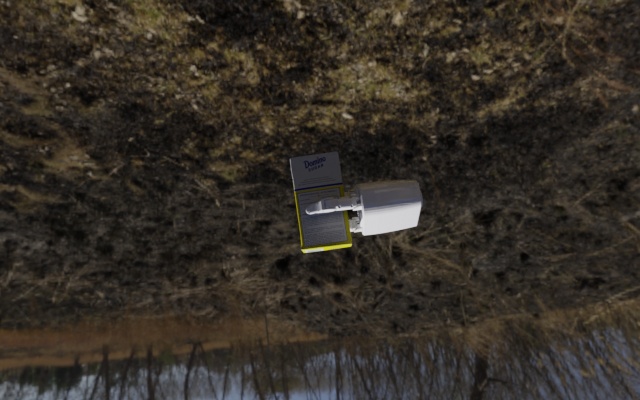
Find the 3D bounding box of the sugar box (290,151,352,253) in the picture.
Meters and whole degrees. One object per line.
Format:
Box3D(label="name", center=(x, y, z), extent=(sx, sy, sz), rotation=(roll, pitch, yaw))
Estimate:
Box3D(label="sugar box", center=(0.000, 0.003, 0.886), extent=(0.093, 0.176, 0.048), rotation=(-7, -14, 0))
